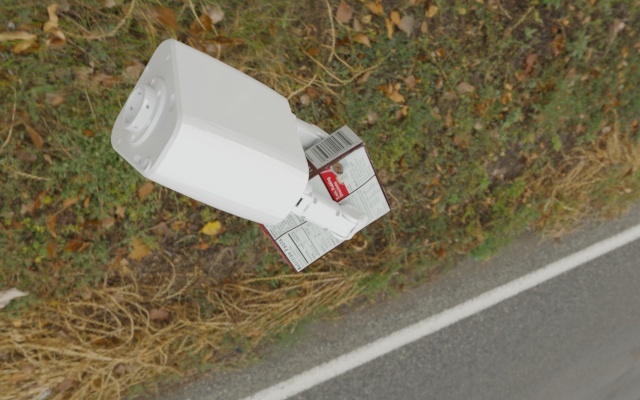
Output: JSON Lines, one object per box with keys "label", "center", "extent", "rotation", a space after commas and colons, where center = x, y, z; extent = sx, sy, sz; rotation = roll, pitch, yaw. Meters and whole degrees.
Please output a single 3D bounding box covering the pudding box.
{"label": "pudding box", "center": [0.000, 0.001, 0.428], "extent": [0.113, 0.090, 0.039], "rotation": [-32, 42, -4]}
